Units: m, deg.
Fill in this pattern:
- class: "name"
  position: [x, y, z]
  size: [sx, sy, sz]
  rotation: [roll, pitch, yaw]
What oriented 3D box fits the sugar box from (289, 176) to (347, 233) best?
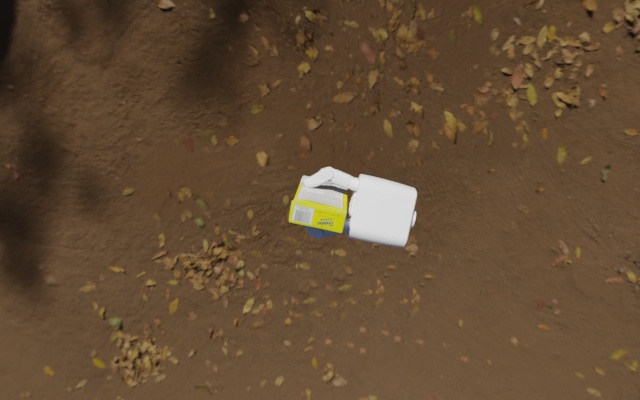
- class: "sugar box"
  position: [0.000, 0.003, 0.861]
  size: [0.093, 0.048, 0.176]
  rotation: [13, 14, 0]
